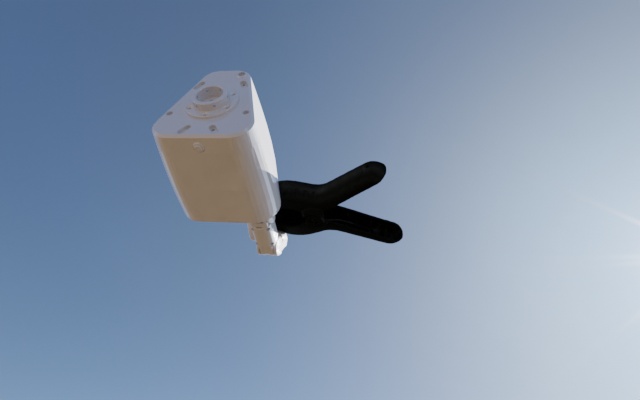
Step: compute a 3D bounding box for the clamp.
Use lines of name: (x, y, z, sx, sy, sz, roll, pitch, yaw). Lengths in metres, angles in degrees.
clamp: (0.000, 0.001, 0.501, 0.171, 0.039, 0.120, 1, -44, 10)
